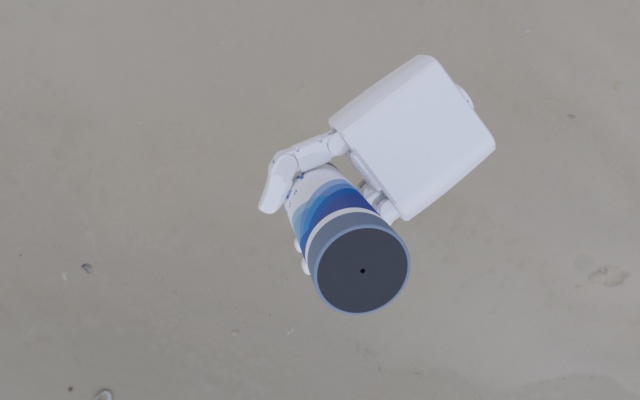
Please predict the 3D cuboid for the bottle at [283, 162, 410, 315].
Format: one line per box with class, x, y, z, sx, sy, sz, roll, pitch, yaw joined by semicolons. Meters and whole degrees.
bottle;0.000;0.002;0.450;0.069;0.069;0.295;0;18;-12
